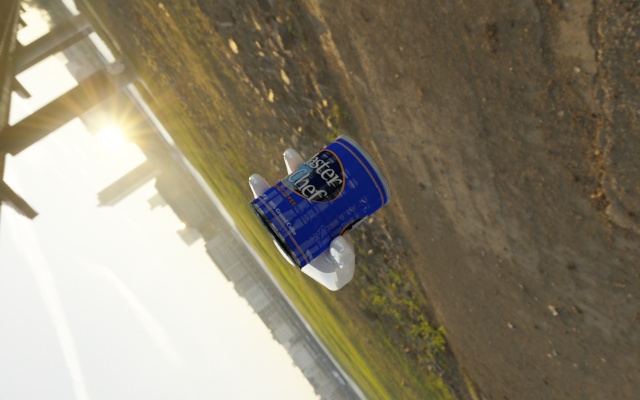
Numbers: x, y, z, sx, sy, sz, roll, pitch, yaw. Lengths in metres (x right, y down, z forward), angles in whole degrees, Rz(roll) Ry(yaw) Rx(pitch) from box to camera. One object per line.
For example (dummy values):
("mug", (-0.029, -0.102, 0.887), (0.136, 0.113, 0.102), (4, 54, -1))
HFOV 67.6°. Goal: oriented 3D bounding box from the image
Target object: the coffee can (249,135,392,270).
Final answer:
("coffee can", (0.000, 0.002, 0.581), (0.140, 0.103, 0.103), (-37, 8, -11))
